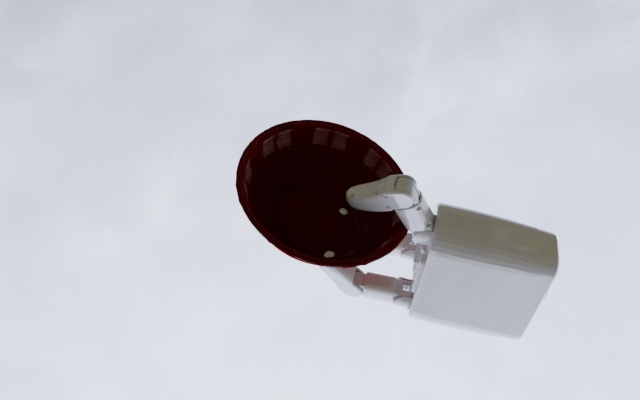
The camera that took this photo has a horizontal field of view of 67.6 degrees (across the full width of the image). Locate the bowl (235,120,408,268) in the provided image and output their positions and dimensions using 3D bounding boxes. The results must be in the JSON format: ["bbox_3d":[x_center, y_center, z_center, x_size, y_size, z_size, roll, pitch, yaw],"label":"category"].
[{"bbox_3d":[-0.001,0.001,0.442,0.162,0.162,0.055,0,-35,-18],"label":"bowl"}]
